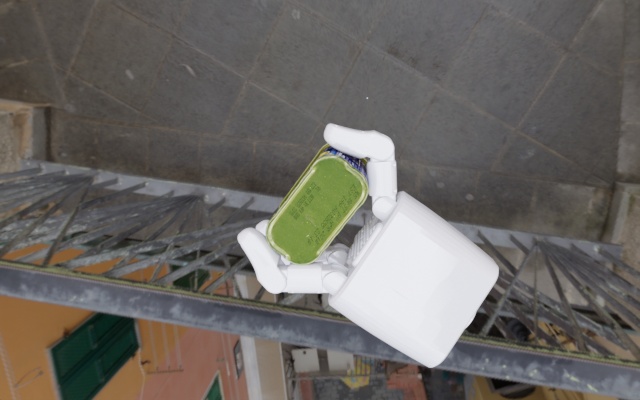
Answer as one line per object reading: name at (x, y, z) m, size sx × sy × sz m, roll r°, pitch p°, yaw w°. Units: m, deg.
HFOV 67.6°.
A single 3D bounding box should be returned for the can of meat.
can of meat at (0.000, 0.001, 0.425) m, size 0.057 × 0.102 × 0.084 m, roll 37°, pitch 13°, yaw -3°
